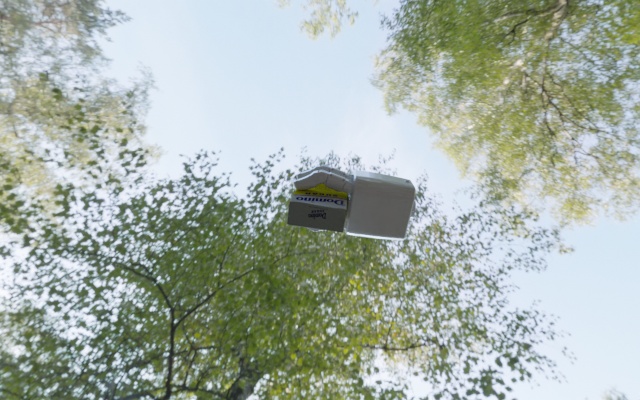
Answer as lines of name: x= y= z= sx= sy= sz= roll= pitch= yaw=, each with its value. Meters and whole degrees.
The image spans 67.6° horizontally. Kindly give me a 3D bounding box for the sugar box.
sugar box: x=0.000 y=0.002 z=0.830 sx=0.093 sy=0.048 sz=0.176 roll=8 pitch=14 yaw=1
